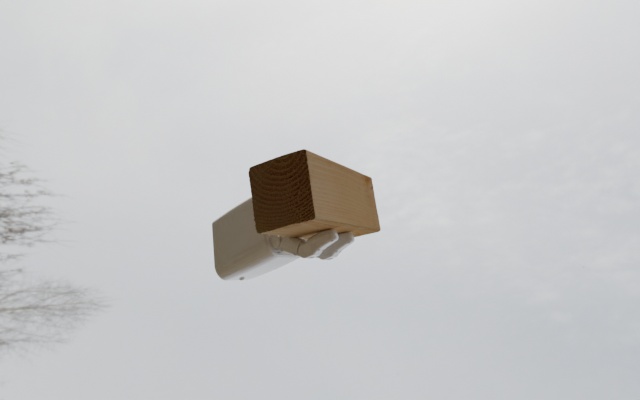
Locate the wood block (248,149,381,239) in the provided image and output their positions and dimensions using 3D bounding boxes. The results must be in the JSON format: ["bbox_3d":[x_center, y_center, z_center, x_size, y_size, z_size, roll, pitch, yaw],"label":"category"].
[{"bbox_3d":[0.000,0.002,0.677,0.090,0.090,0.206,-16,-14,26],"label":"wood block"}]
